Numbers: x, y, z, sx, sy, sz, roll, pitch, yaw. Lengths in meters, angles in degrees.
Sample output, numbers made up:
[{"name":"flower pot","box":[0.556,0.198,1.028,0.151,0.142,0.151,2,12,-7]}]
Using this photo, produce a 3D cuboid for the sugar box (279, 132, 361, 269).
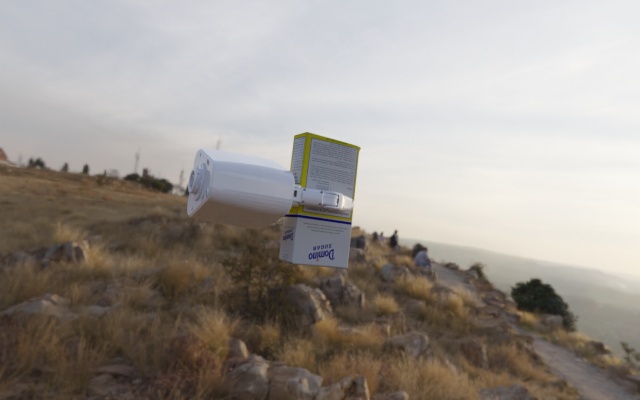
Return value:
[{"name":"sugar box","box":[0.000,0.002,0.664,0.093,0.176,0.048,10,-4,-31]}]
